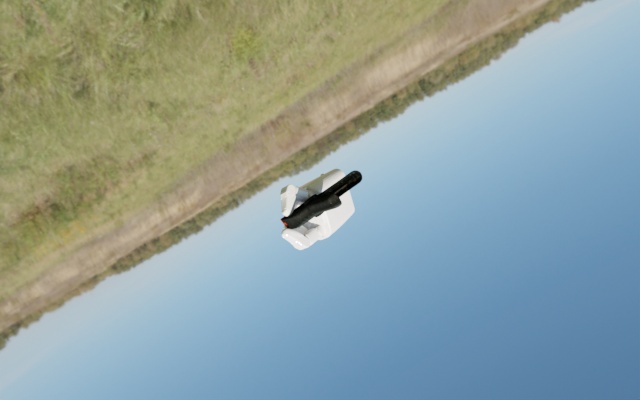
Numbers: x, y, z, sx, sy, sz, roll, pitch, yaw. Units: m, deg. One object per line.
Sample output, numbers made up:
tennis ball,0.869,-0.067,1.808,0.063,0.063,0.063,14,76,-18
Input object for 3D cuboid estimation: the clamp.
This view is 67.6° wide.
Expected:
clamp,0.000,0.003,0.856,0.171,0.039,0.120,-26,6,42
